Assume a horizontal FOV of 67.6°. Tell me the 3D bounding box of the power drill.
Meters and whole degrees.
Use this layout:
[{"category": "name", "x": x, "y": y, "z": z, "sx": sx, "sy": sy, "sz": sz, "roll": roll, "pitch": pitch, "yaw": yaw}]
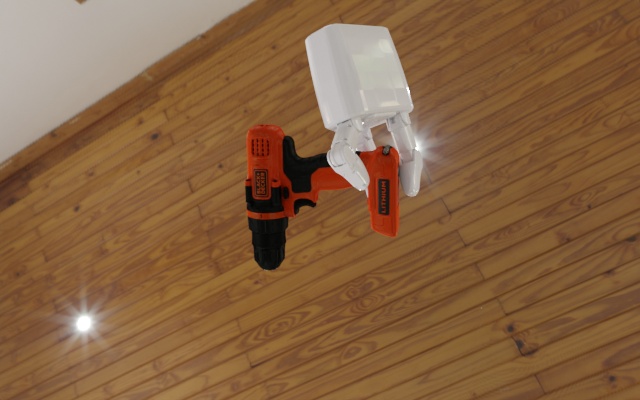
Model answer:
[{"category": "power drill", "x": 0.001, "y": 0.002, "z": 0.576, "sx": 0.187, "sy": 0.184, "sz": 0.057, "roll": 2, "pitch": 16, "yaw": 10}]
